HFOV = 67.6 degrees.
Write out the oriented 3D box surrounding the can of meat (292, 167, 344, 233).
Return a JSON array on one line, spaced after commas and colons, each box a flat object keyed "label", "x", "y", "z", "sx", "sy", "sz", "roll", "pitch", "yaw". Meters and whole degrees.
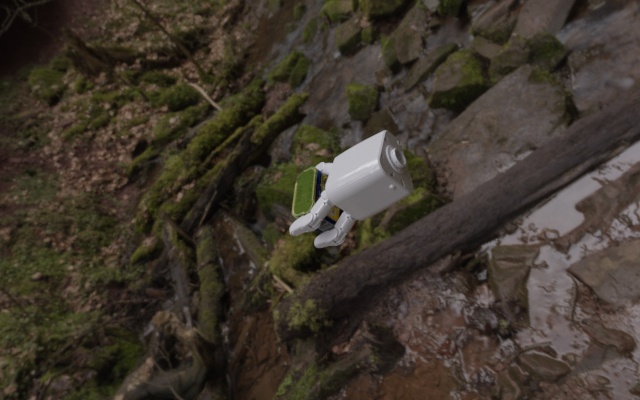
[{"label": "can of meat", "x": 0.000, "y": 0.003, "z": 0.830, "sx": 0.057, "sy": 0.102, "sz": 0.084, "roll": -26, "pitch": -45, "yaw": 36}]
